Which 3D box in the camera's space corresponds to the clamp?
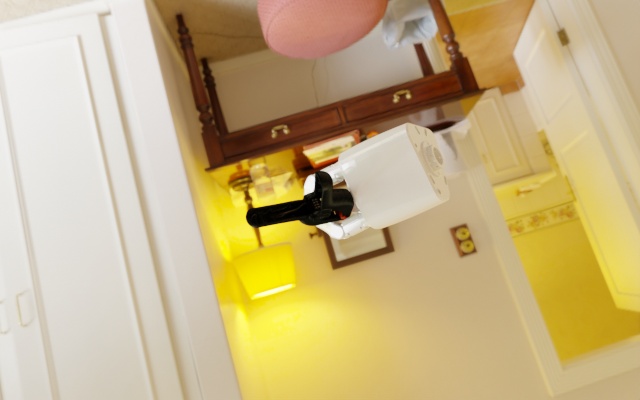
[{"bbox_3d":[0.000,0.003,0.611,0.120,0.039,0.171,-25,-14,33],"label":"clamp"}]
